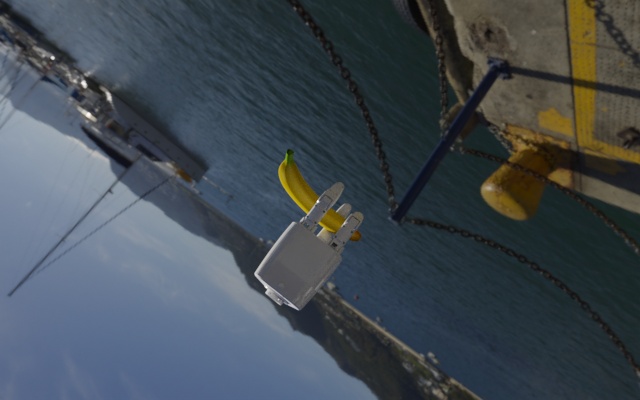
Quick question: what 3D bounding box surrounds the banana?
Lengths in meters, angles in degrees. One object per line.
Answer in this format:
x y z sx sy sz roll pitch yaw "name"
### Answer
-0.011 0.002 0.813 0.037 0.198 0.069 -48 17 -22 "banana"
